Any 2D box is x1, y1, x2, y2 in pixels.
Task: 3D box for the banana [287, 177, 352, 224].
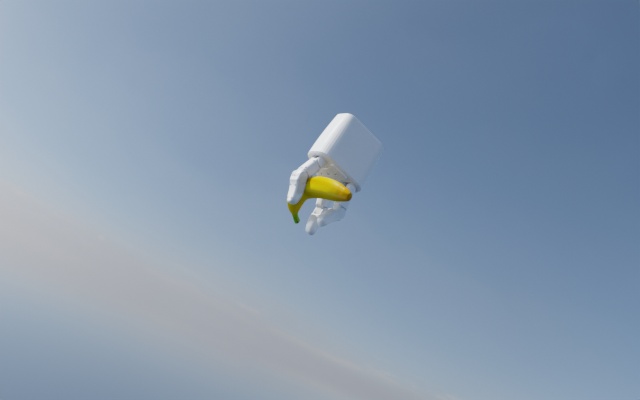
[{"bbox_3d":[-0.014,-0.010,0.849,0.037,0.069,0.198,-47,11,-29],"label":"banana"}]
